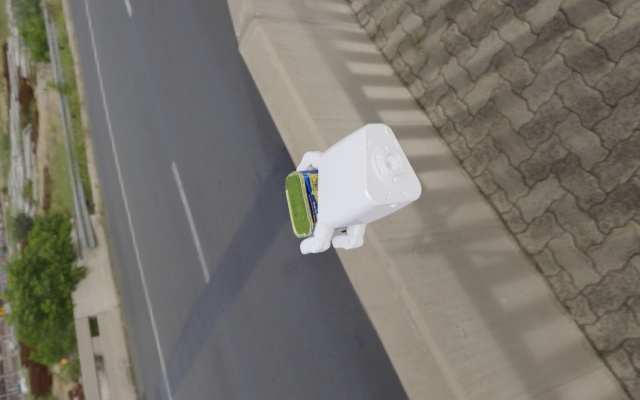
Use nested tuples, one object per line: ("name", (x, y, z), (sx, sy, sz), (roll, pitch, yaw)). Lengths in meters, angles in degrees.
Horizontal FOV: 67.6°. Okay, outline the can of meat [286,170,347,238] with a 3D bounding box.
("can of meat", (0.000, 0.002, 0.714), (0.084, 0.102, 0.057), (-7, -10, -33))
